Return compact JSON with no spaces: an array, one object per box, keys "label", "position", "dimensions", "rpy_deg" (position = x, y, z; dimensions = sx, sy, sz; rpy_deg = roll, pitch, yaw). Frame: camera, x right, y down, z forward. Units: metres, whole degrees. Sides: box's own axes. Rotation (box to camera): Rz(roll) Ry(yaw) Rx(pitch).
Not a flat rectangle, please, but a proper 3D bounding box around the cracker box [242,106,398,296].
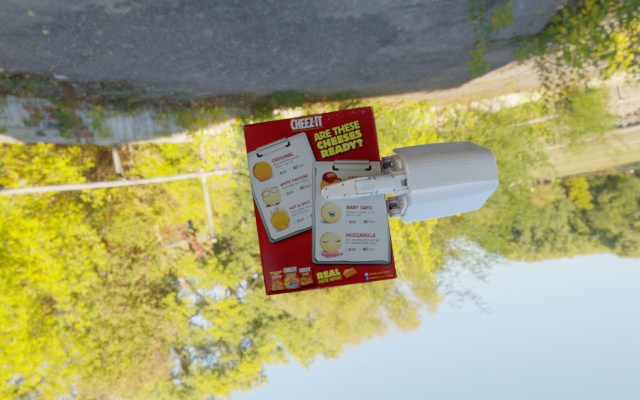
[{"label":"cracker box","position":[0.000,0.002,0.610],"dimensions":[0.164,0.213,0.072],"rpy_deg":[-8,-2,1]}]
